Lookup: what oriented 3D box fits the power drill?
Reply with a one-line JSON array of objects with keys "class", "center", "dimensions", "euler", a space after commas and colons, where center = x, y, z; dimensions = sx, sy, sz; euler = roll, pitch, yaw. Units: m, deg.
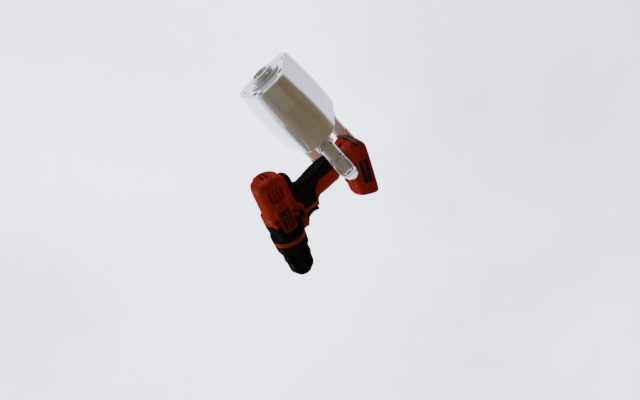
[{"class": "power drill", "center": [0.000, 0.002, 0.719], "dimensions": [0.187, 0.185, 0.057], "euler": [-37, 39, -21]}]
